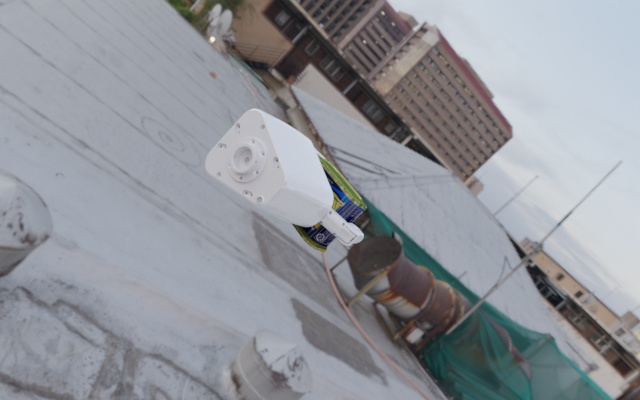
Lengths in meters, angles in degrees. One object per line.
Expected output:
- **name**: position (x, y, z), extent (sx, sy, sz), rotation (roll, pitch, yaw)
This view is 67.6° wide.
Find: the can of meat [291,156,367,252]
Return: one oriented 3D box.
- **can of meat**: position (0.000, 0.002, 0.633), extent (0.102, 0.084, 0.057), rotation (52, 13, 30)
